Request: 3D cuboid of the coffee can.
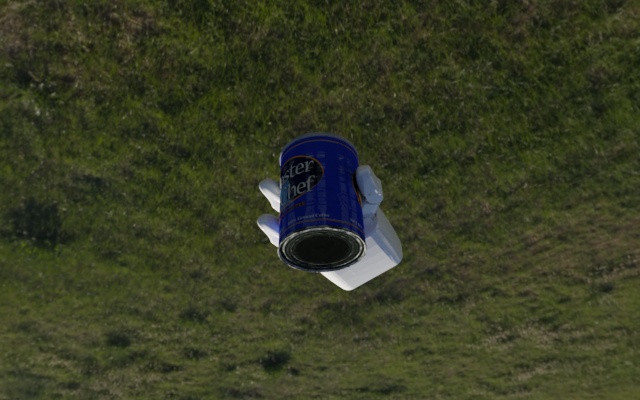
[{"bbox_3d":[0.000,0.002,0.584,0.103,0.140,0.103,-1,-36,-1],"label":"coffee can"}]
